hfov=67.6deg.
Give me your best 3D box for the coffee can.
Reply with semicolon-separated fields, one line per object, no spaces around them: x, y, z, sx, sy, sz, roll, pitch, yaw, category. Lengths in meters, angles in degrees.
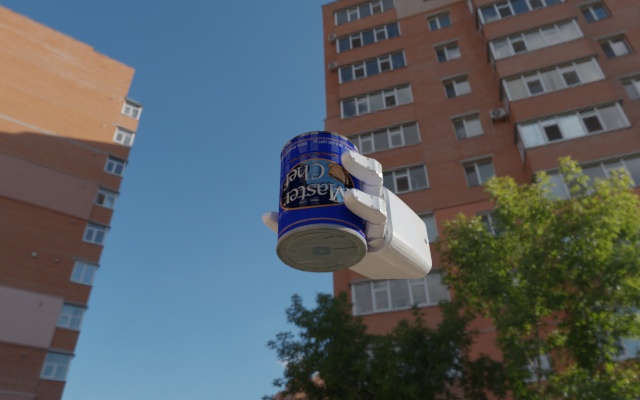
0.000;0.002;0.578;0.103;0.140;0.103;-1;-35;0;coffee can
